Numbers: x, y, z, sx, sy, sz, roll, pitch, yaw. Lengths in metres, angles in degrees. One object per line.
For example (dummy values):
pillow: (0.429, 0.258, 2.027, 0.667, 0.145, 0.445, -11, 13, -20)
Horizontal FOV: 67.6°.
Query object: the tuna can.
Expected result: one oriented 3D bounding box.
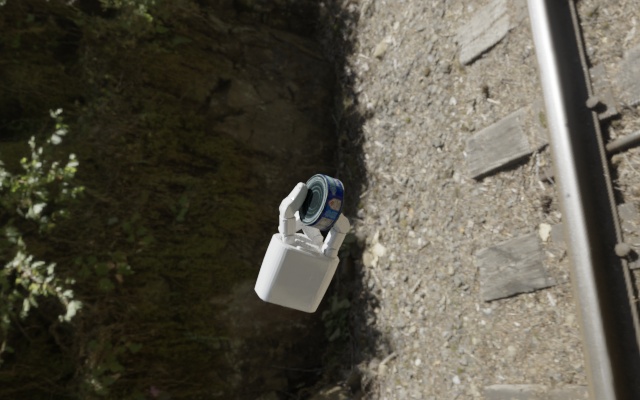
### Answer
tuna can: (0.000, 0.002, 0.756, 0.034, 0.086, 0.086, 18, -9, -30)
